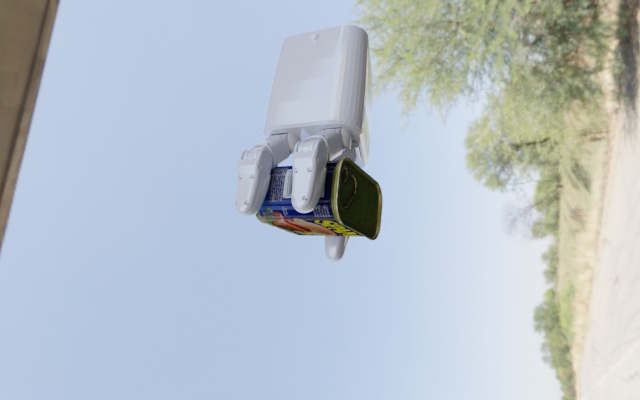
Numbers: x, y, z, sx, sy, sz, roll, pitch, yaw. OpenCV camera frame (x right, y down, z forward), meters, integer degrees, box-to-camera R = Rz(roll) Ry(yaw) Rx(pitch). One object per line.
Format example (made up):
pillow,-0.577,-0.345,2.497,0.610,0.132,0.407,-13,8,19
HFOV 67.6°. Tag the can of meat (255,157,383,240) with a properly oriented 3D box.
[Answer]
can of meat,0.000,0.002,0.440,0.084,0.057,0.102,-1,-15,27
